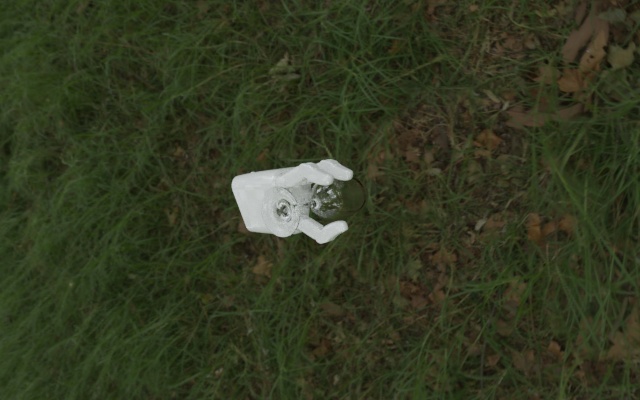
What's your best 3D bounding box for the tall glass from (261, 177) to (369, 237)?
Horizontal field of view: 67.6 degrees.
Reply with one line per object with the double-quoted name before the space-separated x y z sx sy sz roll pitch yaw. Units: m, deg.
"tall glass" 0.000 0.003 0.768 0.079 0.079 0.201 0 8 37
